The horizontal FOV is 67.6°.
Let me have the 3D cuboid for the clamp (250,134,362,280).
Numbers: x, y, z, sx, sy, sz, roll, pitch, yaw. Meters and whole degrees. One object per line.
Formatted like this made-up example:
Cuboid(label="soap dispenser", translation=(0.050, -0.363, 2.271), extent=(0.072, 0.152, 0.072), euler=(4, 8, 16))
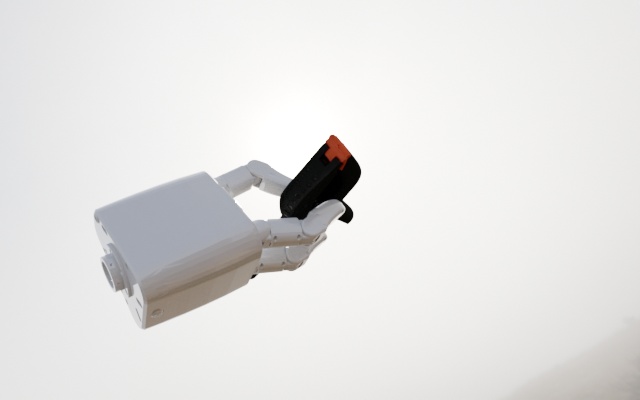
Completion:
Cuboid(label="clamp", translation=(0.000, 0.001, 0.514), extent=(0.164, 0.036, 0.210), euler=(-26, -21, -34))
